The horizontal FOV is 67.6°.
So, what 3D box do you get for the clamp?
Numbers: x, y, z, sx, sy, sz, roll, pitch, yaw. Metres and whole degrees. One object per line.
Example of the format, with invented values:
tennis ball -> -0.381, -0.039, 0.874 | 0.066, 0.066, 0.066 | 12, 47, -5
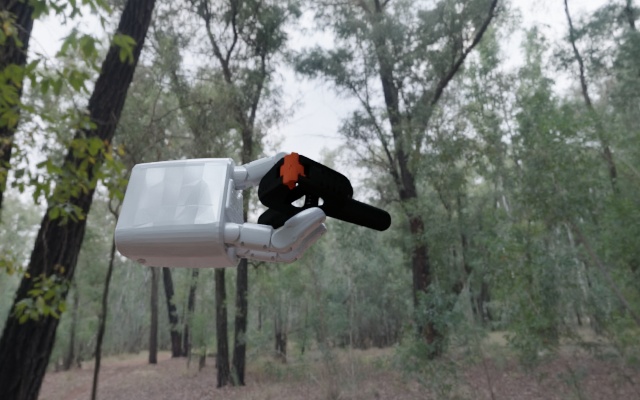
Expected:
clamp -> 0.000, 0.001, 0.505 | 0.164, 0.036, 0.210 | -1, -17, 2
